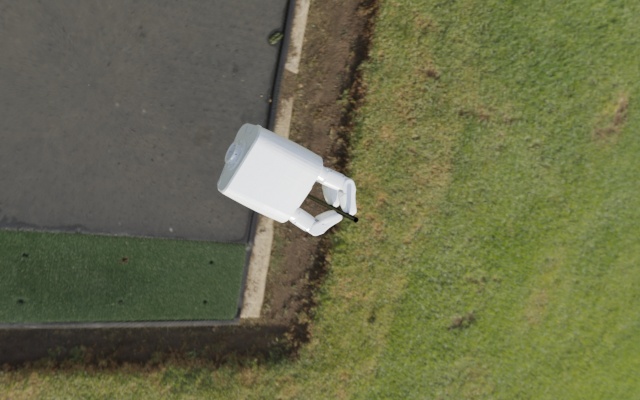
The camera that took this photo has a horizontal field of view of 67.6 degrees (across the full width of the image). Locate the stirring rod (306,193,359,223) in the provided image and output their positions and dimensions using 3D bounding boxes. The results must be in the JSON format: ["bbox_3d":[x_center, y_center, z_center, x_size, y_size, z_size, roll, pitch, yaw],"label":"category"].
[{"bbox_3d":[0.000,0.003,0.793,0.011,0.011,0.239,0,12,-26],"label":"stirring rod"}]
